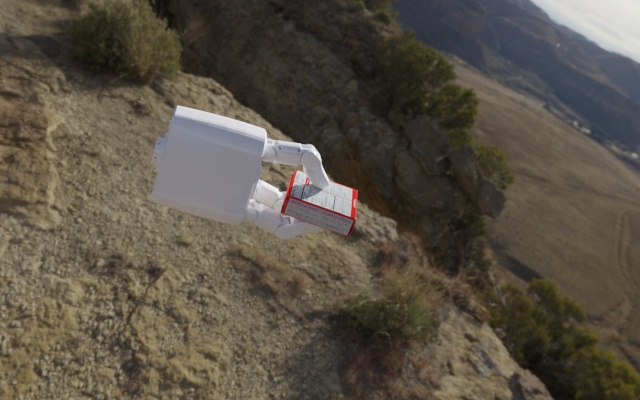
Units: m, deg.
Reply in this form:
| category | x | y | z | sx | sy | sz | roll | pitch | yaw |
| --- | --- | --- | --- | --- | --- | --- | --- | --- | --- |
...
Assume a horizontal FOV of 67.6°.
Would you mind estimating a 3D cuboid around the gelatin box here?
| category | x | y | z | sx | sy | sz | roll | pitch | yaw |
| --- | --- | --- | --- | --- | --- | --- | --- | --- | --- |
| gelatin box | 0.001 | 0.002 | 0.593 | 0.089 | 0.030 | 0.073 | 19 | 29 | -5 |
